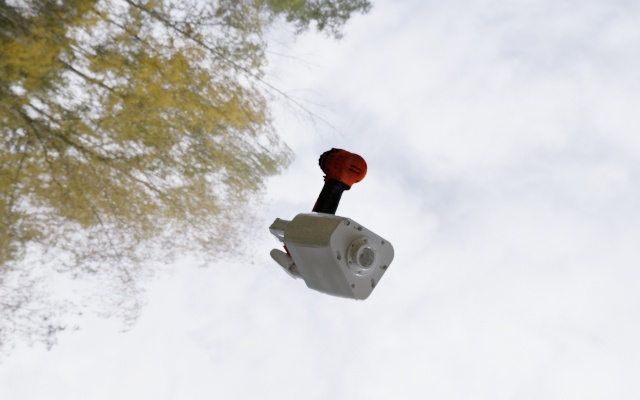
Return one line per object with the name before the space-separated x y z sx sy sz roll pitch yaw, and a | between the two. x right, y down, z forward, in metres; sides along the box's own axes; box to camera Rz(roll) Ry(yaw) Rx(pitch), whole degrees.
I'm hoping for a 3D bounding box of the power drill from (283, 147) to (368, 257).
power drill | 0.000 0.003 0.771 0.057 0.187 0.184 24 2 -13
